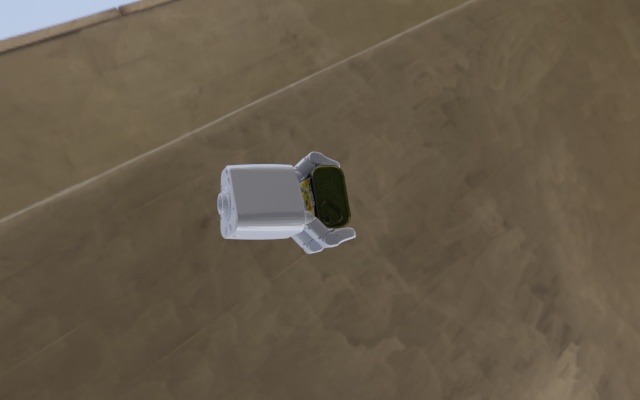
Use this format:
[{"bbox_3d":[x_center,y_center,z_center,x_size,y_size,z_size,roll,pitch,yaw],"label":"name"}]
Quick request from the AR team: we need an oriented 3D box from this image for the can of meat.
[{"bbox_3d":[0.000,0.003,0.782,0.057,0.102,0.084,-4,-11,-27],"label":"can of meat"}]
